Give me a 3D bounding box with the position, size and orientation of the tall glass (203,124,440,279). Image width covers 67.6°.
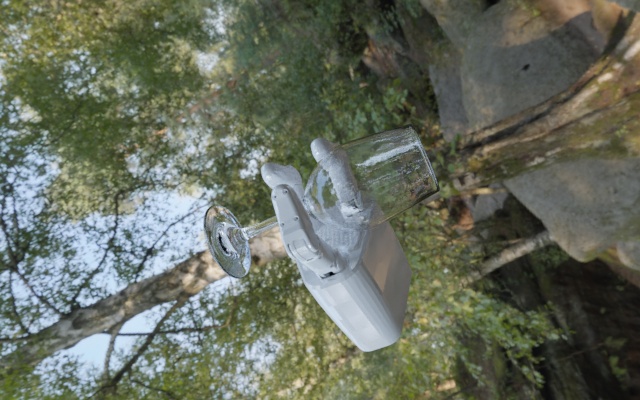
[{"bbox_3d":[-0.001,0.002,0.425,0.201,0.079,0.079,-23,-7,16],"label":"tall glass"}]
